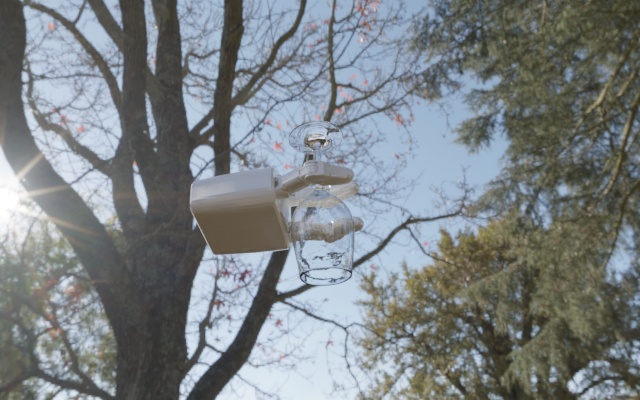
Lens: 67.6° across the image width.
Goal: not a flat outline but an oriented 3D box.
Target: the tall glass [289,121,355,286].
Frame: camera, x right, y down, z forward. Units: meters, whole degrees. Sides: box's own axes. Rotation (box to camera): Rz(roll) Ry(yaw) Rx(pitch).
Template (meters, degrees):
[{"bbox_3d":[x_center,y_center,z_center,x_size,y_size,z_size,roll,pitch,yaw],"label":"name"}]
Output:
[{"bbox_3d":[0.000,0.001,0.600,0.079,0.201,0.079,-4,-29,-2],"label":"tall glass"}]
